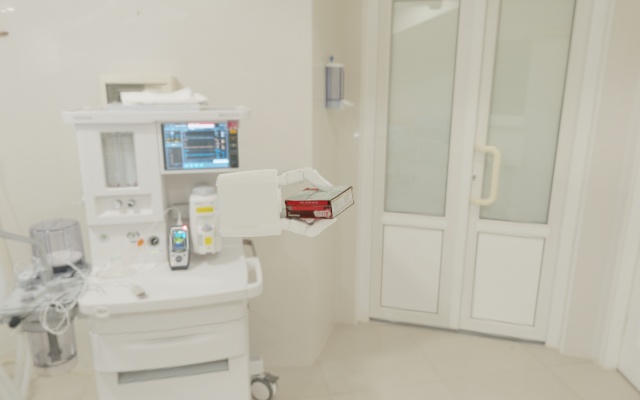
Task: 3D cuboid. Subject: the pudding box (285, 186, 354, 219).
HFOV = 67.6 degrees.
[{"bbox_3d":[0.000,0.003,0.859,0.090,0.039,0.113,1,16,24],"label":"pudding box"}]
